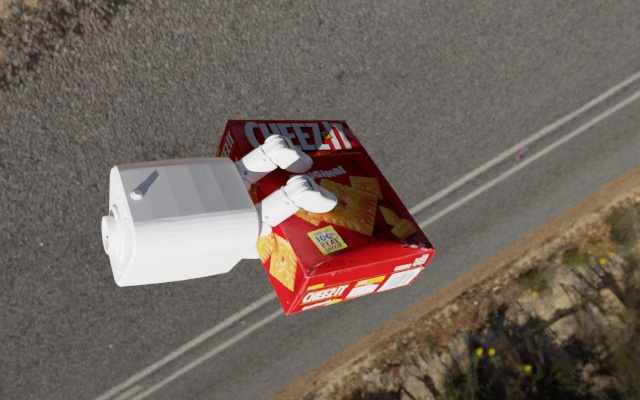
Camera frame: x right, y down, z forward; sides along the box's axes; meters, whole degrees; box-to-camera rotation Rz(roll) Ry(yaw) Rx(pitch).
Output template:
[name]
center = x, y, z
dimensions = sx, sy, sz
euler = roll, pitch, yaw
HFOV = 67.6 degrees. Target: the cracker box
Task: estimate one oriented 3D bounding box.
[cracker box]
center = 0.000, 0.002, 0.520
dimensions = 0.164, 0.213, 0.072
euler = -6, -39, -34
